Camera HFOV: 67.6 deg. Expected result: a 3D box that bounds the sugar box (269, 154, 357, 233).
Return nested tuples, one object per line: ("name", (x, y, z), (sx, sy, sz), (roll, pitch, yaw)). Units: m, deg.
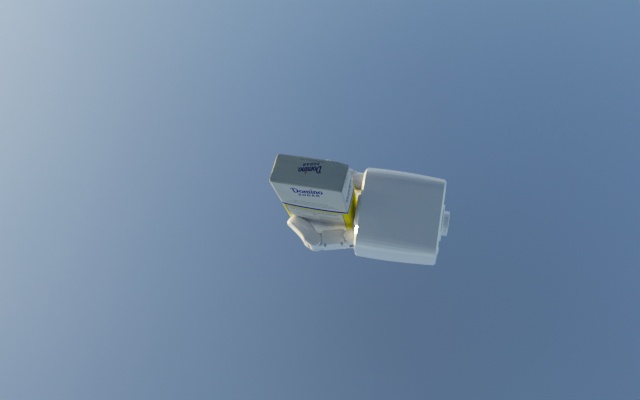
("sugar box", (0.000, 0.002, 0.641), (0.093, 0.048, 0.176), (9, -25, 14))
